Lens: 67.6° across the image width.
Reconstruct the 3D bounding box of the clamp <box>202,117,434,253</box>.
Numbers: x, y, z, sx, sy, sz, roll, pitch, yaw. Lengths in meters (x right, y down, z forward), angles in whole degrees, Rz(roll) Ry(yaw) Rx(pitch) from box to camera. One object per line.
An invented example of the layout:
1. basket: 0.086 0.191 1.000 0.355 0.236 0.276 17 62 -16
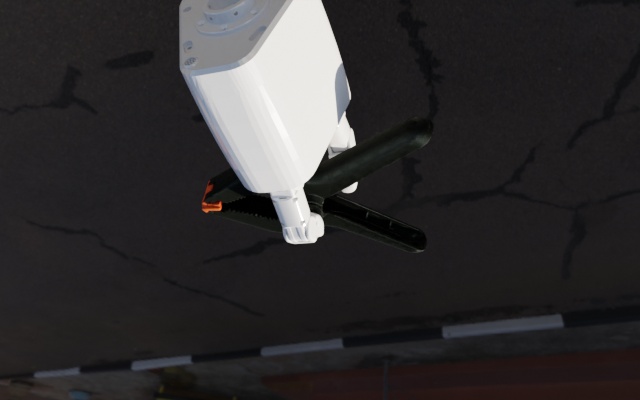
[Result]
1. clamp: -0.001 0.002 0.427 0.210 0.036 0.165 -5 -40 15
